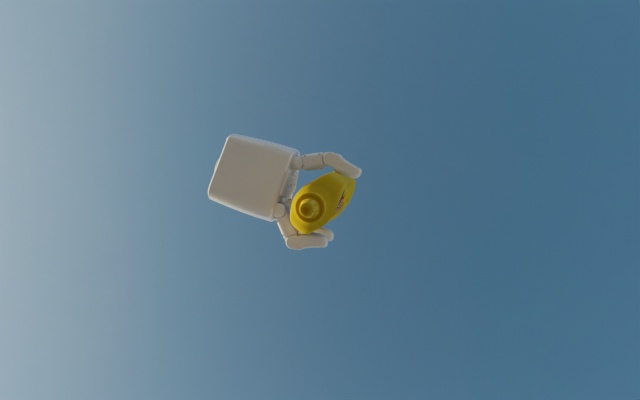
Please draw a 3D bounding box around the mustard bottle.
[{"bbox_3d":[0.000,0.002,0.694,0.058,0.096,0.191,41,11,5],"label":"mustard bottle"}]
